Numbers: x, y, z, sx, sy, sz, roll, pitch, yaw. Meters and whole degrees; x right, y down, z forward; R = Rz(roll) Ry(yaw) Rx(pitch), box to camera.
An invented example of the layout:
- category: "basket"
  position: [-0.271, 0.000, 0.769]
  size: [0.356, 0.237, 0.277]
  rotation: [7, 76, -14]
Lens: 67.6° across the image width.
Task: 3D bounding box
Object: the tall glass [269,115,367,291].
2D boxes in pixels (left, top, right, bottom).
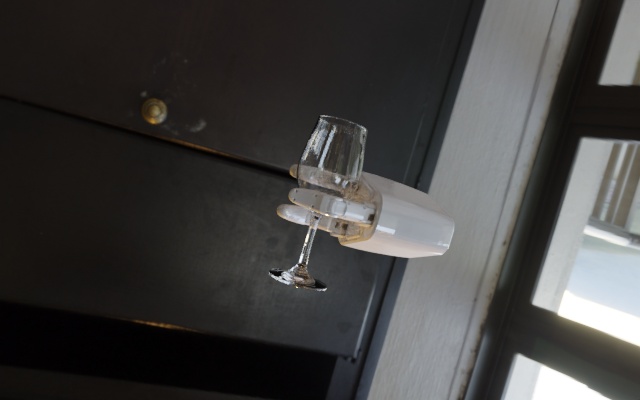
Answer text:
- category: "tall glass"
  position: [0.000, 0.003, 0.580]
  size: [0.079, 0.201, 0.079]
  rotation: [16, 2, -1]
